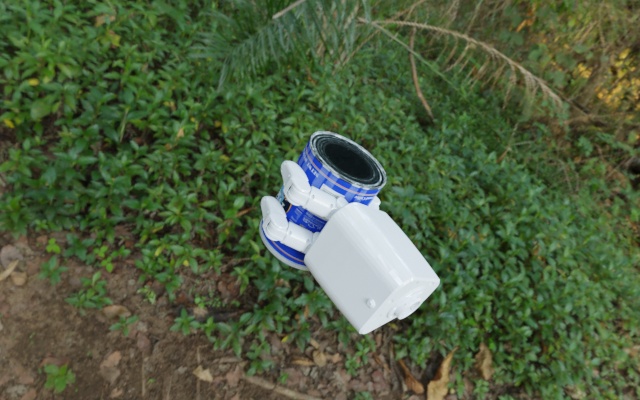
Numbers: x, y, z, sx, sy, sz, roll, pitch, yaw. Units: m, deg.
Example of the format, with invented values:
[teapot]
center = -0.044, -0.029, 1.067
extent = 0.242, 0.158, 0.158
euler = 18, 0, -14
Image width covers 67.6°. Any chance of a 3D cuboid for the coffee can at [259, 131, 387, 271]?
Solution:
[coffee can]
center = 0.000, 0.002, 0.585
extent = 0.103, 0.140, 0.102
euler = 24, 31, -16
